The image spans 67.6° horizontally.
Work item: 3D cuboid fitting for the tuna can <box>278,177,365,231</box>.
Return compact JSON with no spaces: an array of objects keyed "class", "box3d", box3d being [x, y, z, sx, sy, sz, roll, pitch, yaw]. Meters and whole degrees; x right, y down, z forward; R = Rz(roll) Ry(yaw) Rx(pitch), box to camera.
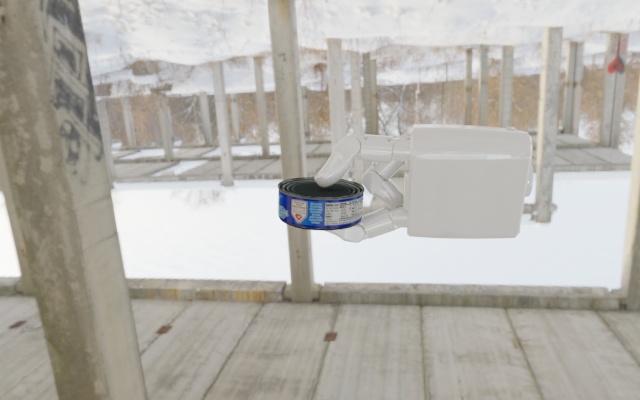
[{"class":"tuna can","box3d":[0.000,0.002,0.475,0.086,0.034,0.086,2,15,-1]}]
